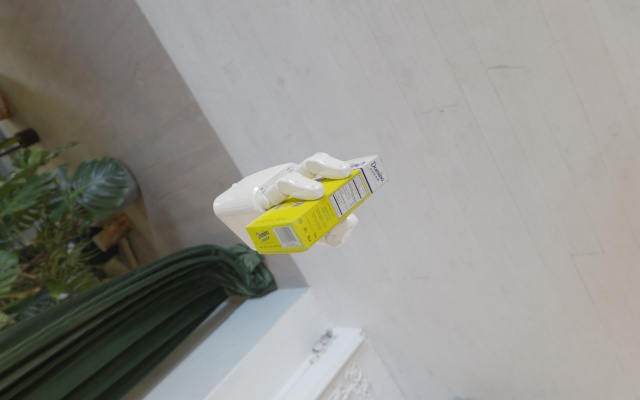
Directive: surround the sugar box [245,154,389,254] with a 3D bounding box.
[{"bbox_3d":[0.000,0.002,0.601,0.093,0.048,0.176,-8,25,46],"label":"sugar box"}]
